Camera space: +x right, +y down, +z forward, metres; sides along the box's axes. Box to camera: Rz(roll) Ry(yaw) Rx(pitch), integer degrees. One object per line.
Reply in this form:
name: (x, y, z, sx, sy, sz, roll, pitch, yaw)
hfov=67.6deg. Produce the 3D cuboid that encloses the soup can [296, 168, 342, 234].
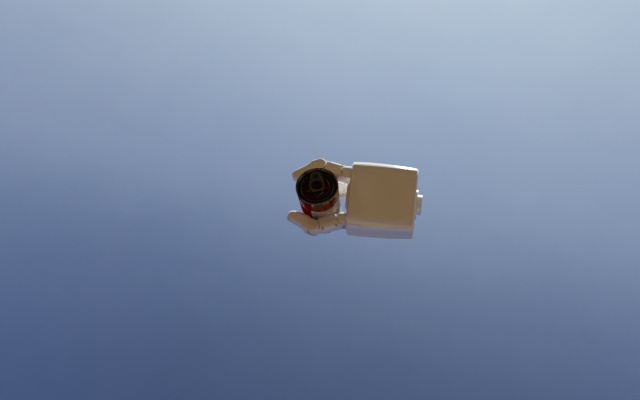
soup can: (0.000, 0.003, 0.786, 0.068, 0.068, 0.102, 0, -31, 8)
